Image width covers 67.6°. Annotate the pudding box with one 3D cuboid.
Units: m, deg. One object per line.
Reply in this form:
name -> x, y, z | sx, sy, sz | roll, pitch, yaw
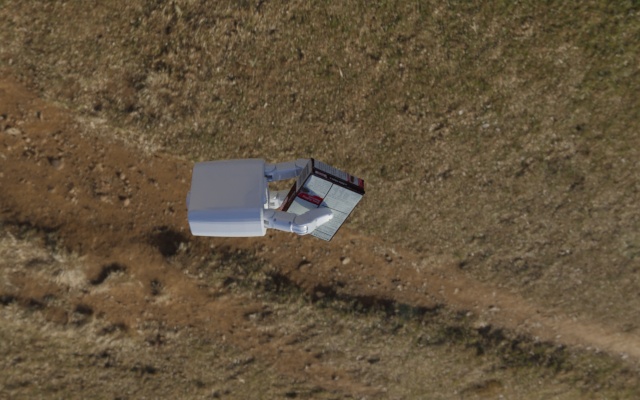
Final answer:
pudding box -> 0.000, 0.002, 0.706 | 0.090, 0.039, 0.113 | 21, -51, -18
